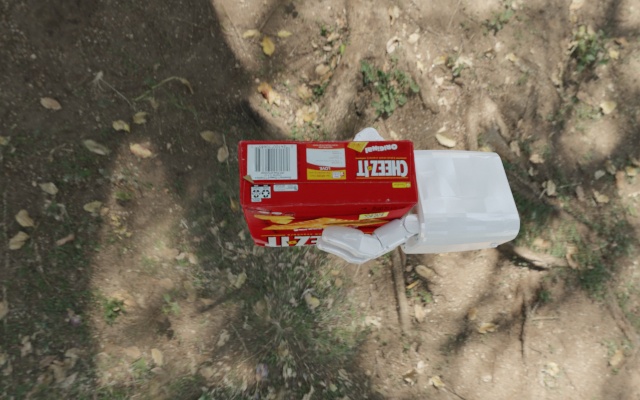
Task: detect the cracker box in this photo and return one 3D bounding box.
[{"bbox_3d":[0.000,0.002,0.532,0.164,0.072,0.214,-1,-15,-5],"label":"cracker box"}]
